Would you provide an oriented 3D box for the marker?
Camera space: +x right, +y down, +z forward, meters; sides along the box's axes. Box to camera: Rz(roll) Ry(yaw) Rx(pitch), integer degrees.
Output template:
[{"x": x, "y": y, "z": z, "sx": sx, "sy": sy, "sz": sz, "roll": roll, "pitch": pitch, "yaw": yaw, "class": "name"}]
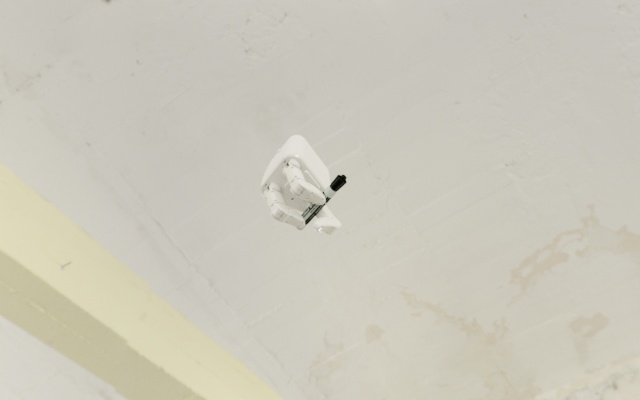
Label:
[{"x": 0.000, "y": 0.003, "z": 0.774, "sx": 0.121, "sy": 0.020, "sz": 0.020, "roll": -47, "pitch": -23, "yaw": 23, "class": "marker"}]
